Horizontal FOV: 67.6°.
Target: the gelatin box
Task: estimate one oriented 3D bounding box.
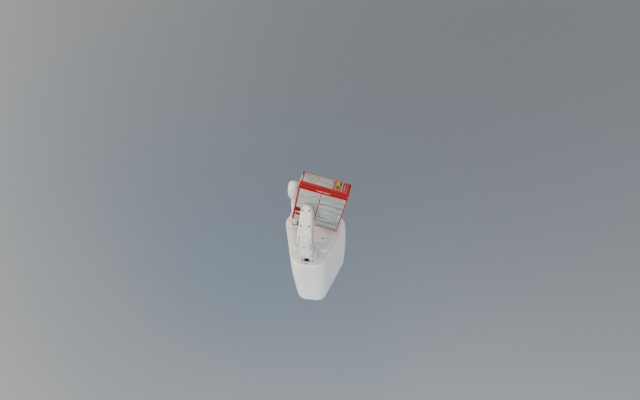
[{"bbox_3d":[0.000,0.002,0.709,0.073,0.030,0.089,16,-39,0],"label":"gelatin box"}]
